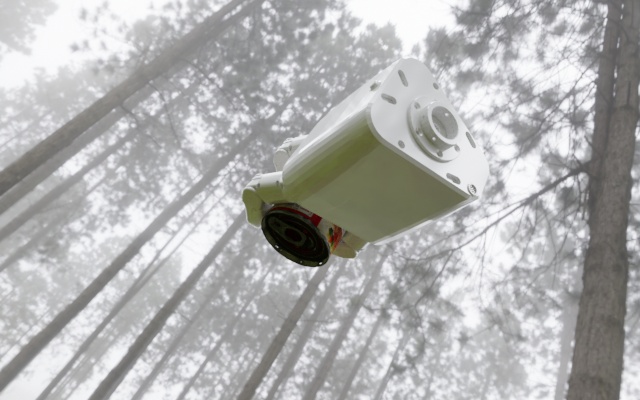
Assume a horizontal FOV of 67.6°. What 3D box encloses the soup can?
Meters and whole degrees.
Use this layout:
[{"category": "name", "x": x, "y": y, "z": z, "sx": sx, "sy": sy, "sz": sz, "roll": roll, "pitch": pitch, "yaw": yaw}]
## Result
[{"category": "soup can", "x": 0.000, "y": 0.001, "z": 0.443, "sx": 0.068, "sy": 0.068, "sz": 0.102, "roll": 0, "pitch": 41, "yaw": 37}]
